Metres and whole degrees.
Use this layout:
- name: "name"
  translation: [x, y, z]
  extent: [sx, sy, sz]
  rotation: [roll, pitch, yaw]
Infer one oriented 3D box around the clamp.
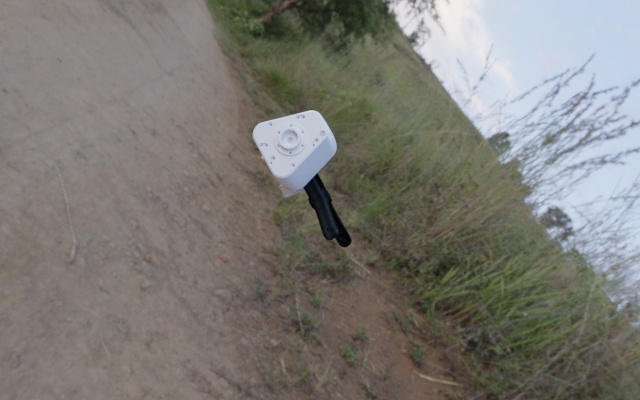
- name: "clamp"
  translation: [0.001, 0.002, 0.811]
  extent: [0.039, 0.171, 0.120]
  rotation: [-29, -9, 3]
